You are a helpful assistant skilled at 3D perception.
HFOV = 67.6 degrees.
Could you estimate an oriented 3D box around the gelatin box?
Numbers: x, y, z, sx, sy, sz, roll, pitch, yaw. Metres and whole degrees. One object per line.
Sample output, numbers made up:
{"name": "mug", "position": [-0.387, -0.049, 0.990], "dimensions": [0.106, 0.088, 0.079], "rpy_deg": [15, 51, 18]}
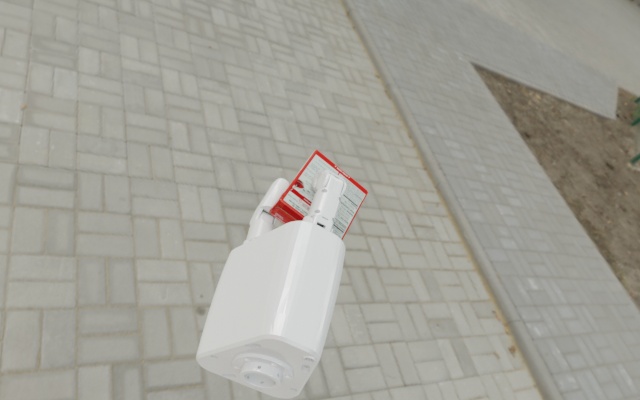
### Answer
{"name": "gelatin box", "position": [0.000, 0.001, 0.488], "dimensions": [0.073, 0.089, 0.030], "rpy_deg": [38, -42, -6]}
